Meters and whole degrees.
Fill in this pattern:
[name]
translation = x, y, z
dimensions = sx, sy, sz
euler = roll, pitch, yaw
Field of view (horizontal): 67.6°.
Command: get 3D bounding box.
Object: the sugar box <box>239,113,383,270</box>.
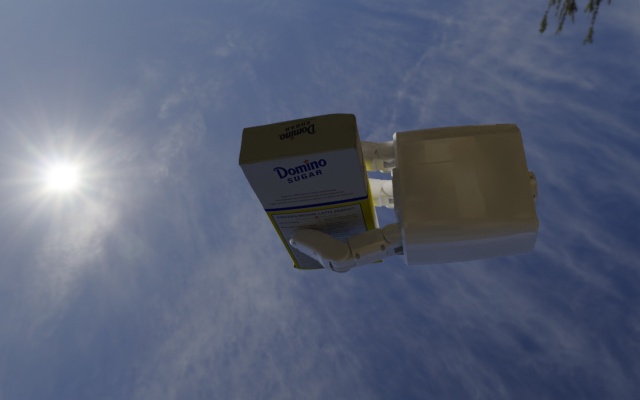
[sugar box]
translation = 0.000, 0.001, 0.430
dimensions = 0.093, 0.048, 0.176
euler = -7, -39, 9
